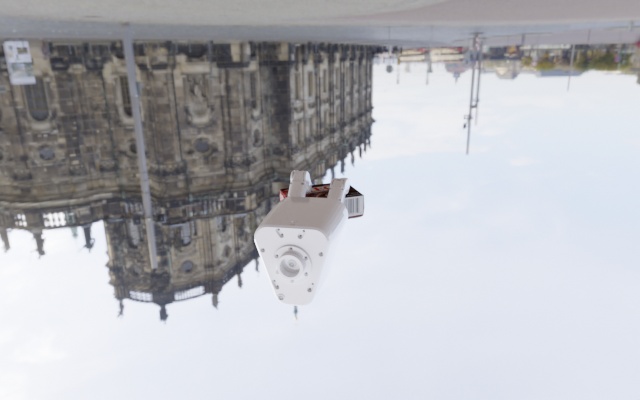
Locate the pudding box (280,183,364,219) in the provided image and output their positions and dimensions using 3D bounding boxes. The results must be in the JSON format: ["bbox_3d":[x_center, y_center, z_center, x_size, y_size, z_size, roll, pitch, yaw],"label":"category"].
[{"bbox_3d":[0.000,0.003,0.732,0.113,0.039,0.090,-6,18,-14],"label":"pudding box"}]
